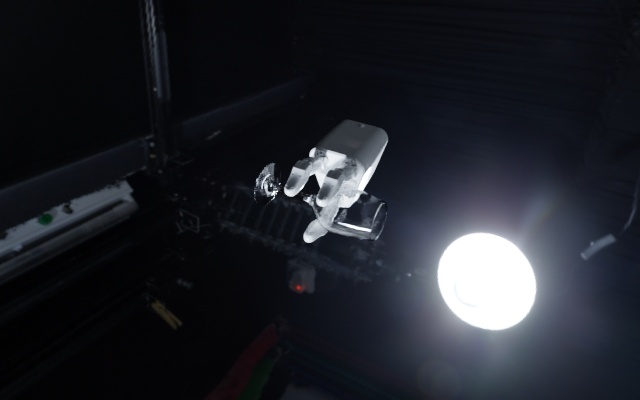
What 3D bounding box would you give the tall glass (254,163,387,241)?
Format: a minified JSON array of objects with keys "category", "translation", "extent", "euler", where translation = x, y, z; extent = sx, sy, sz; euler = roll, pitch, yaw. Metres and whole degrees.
[{"category":"tall glass","translation":[-0.001,0.002,0.744],"extent":[0.201,0.079,0.079],"euler":[19,7,23]}]
